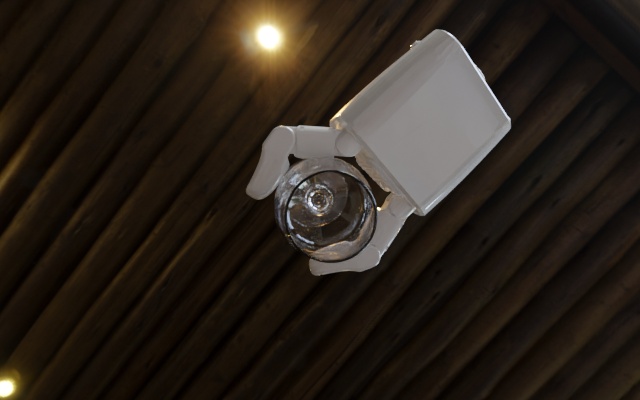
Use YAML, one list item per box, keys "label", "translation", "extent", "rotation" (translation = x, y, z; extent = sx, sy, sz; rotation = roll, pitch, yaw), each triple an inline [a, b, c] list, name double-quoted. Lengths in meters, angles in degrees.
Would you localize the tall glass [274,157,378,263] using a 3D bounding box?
- label: "tall glass"
  translation: [0.000, 0.001, 0.410]
  extent: [0.079, 0.079, 0.201]
  rotation: [0, 6, -4]
